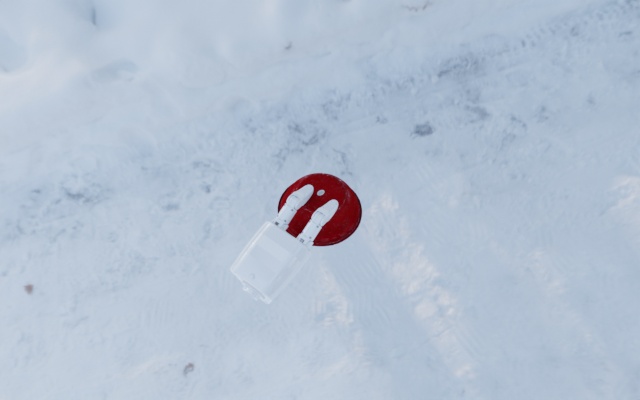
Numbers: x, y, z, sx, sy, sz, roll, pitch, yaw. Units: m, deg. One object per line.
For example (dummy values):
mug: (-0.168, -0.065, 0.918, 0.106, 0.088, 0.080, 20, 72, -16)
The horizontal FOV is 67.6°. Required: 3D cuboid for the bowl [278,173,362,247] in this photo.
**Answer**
bowl: (0.001, 0.002, 0.888, 0.162, 0.162, 0.055, 0, -35, -3)
